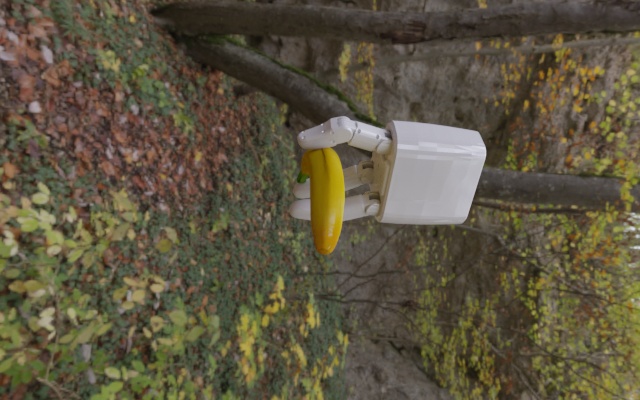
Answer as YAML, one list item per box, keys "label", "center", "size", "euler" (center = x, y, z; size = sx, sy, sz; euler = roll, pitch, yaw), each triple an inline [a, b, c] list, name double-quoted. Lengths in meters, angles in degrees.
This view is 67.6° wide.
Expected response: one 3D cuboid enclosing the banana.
- label: "banana"
  center: [0.002, -0.017, 0.510]
  size: [0.037, 0.070, 0.197]
  euler: [5, 22, -9]
